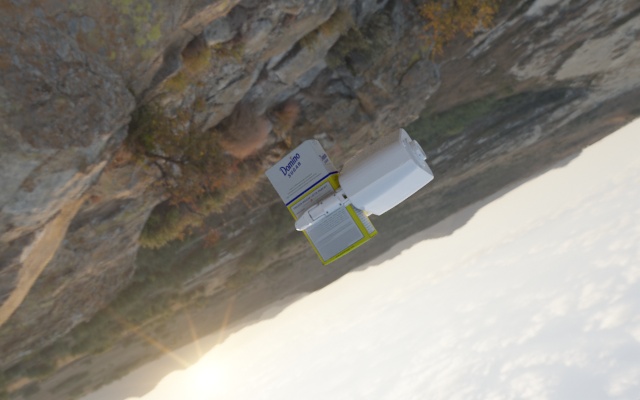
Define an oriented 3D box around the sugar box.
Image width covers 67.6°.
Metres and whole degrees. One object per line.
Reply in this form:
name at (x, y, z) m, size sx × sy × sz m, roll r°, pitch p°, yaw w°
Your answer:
sugar box at (0.000, 0.002, 0.737) m, size 0.093 × 0.176 × 0.048 m, roll -34°, pitch -7°, yaw 23°
